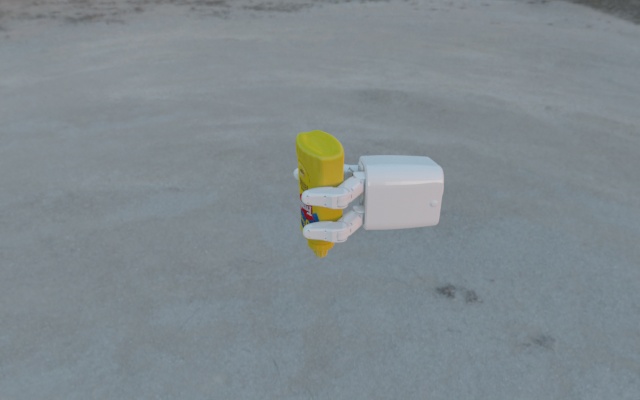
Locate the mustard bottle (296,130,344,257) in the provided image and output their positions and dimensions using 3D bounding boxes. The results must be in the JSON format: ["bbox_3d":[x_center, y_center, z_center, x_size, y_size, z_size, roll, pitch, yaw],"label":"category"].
[{"bbox_3d":[0.000,0.002,0.692,0.058,0.192,0.096,-14,34,-19],"label":"mustard bottle"}]
